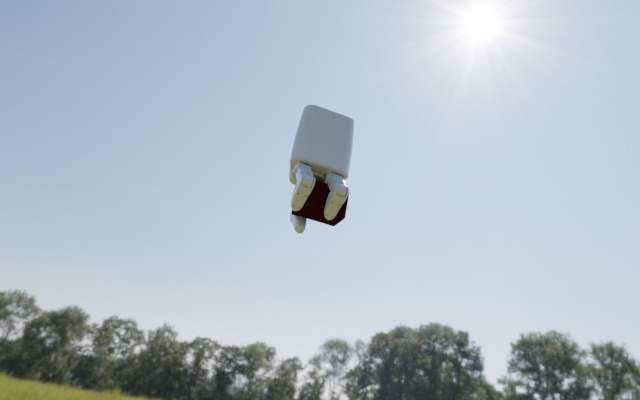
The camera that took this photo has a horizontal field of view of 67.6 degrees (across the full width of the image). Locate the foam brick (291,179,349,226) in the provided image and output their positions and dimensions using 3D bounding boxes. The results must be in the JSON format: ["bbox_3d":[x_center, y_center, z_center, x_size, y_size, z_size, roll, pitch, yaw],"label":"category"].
[{"bbox_3d":[0.000,0.003,0.774,0.078,0.051,0.053,17,-23,-16],"label":"foam brick"}]
